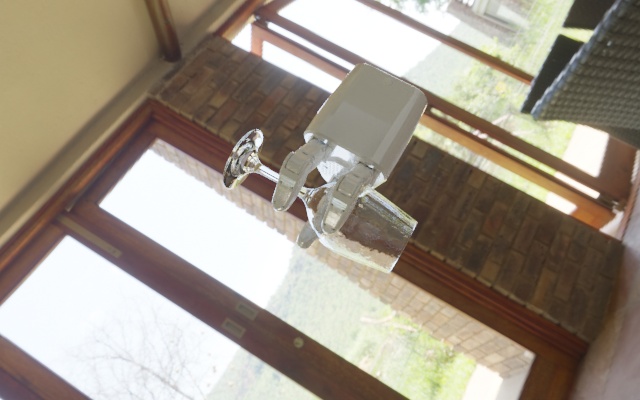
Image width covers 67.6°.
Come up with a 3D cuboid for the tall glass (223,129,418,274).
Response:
[{"bbox_3d":[-0.001,0.001,0.510,0.201,0.079,0.079,29,6,11],"label":"tall glass"}]
